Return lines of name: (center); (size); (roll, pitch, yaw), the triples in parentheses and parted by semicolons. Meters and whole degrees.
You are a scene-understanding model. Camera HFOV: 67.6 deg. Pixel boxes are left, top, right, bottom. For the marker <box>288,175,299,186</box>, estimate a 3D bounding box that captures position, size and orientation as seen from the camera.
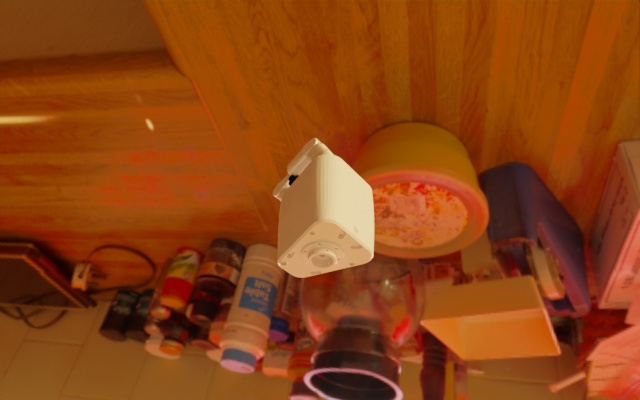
marker: (0.000, 0.002, 0.662); (0.121, 0.020, 0.020); (40, -24, -32)
